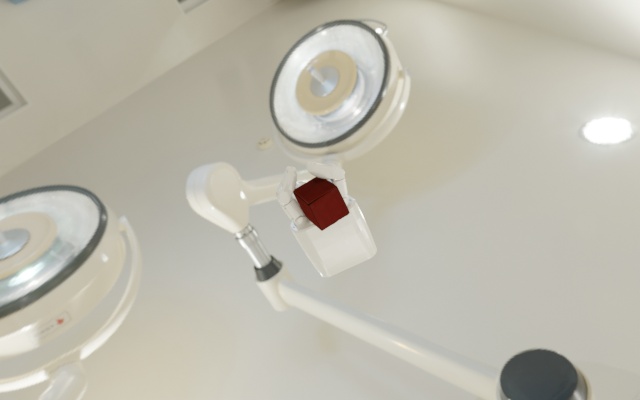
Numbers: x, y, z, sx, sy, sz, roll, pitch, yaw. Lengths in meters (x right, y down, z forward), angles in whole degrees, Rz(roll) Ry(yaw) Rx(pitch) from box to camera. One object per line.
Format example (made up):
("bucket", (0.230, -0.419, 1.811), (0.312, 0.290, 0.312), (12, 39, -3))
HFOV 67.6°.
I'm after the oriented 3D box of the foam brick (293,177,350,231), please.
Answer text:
("foam brick", (0.000, 0.002, 0.733), (0.053, 0.051, 0.078), (-31, 24, -10))
